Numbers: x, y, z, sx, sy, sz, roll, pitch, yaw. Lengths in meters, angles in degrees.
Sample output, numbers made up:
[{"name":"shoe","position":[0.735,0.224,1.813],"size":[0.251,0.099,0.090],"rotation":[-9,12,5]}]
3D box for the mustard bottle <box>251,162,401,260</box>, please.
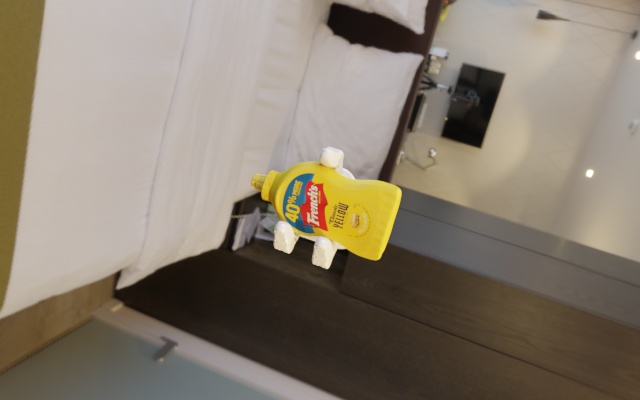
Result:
[{"name":"mustard bottle","position":[0.000,0.002,0.616],"size":[0.191,0.096,0.058],"rotation":[18,21,12]}]
